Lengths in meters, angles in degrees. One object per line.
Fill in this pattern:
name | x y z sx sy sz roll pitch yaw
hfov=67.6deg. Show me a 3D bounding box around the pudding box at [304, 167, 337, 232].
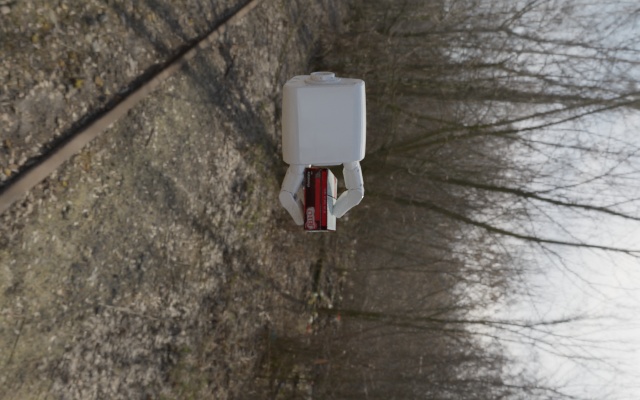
pudding box | 0.000 0.002 0.713 0.039 0.090 0.113 1 -5 9
